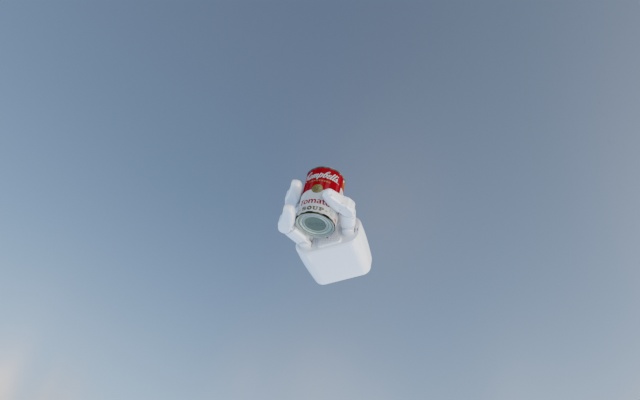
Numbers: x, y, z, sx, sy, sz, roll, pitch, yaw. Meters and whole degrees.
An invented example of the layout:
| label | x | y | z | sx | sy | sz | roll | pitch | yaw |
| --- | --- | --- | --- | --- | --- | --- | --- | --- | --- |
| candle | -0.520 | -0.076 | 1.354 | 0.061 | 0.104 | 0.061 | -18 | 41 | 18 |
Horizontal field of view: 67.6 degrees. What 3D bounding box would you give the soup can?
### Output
| label | x | y | z | sx | sy | sz | roll | pitch | yaw |
| --- | --- | --- | --- | --- | --- | --- | --- | --- | --- |
| soup can | 0.000 | 0.002 | 0.790 | 0.068 | 0.102 | 0.069 | 8 | -39 | 7 |
